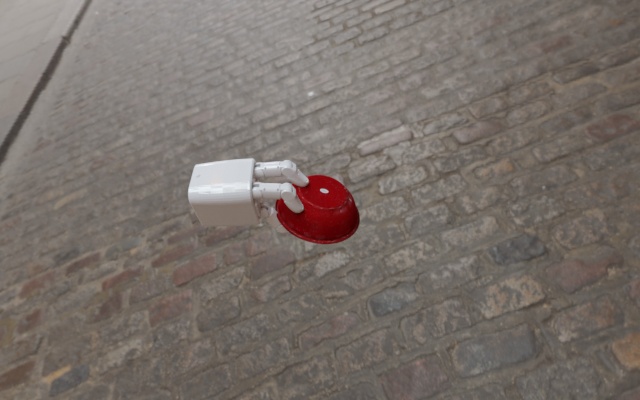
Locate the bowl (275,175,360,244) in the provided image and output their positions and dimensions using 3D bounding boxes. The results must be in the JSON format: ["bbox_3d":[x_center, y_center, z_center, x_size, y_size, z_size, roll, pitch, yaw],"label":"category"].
[{"bbox_3d":[0.001,0.002,0.874,0.162,0.055,0.162,9,42,-8],"label":"bowl"}]
